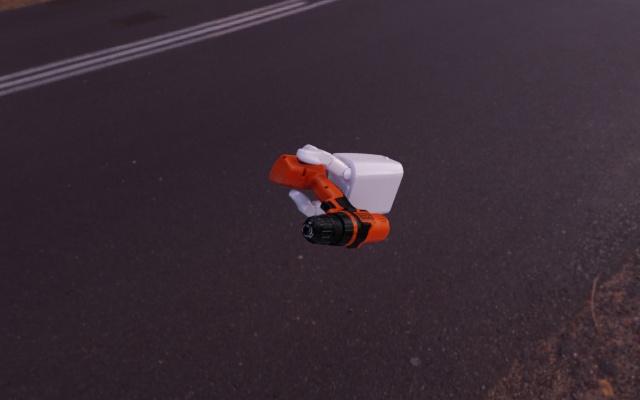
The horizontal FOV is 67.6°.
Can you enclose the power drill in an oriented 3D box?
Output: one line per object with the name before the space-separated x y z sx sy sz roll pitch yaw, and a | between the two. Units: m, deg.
power drill | 0.000 0.002 0.754 0.184 0.057 0.187 4 35 -50
